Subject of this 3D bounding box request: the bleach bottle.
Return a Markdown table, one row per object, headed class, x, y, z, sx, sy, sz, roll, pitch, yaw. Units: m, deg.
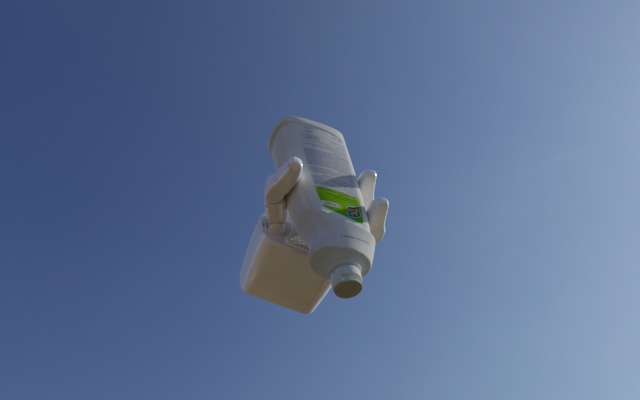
| class | x | y | z | sx | sy | sz | roll | pitch | yaw |
| --- | --- | --- | --- | --- | --- | --- | --- | --- | --- |
| bleach bottle | 0.000 | 0.002 | 0.548 | 0.102 | 0.068 | 0.250 | 12 | 38 | -21 |
